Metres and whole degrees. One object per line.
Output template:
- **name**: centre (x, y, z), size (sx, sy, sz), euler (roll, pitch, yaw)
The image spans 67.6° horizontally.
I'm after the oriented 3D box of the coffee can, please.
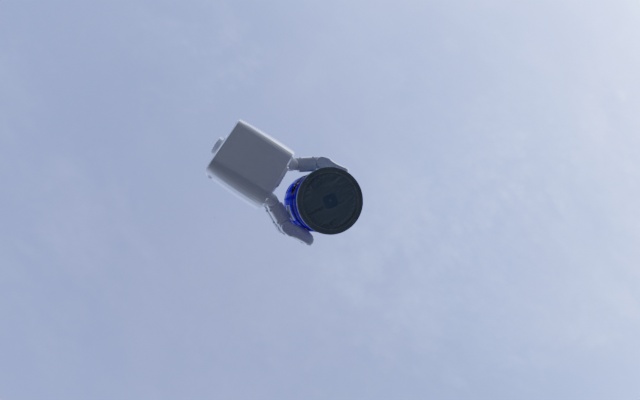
- **coffee can**: centre (0.000, 0.003, 0.781), size (0.103, 0.103, 0.140), euler (0, -2, -13)
